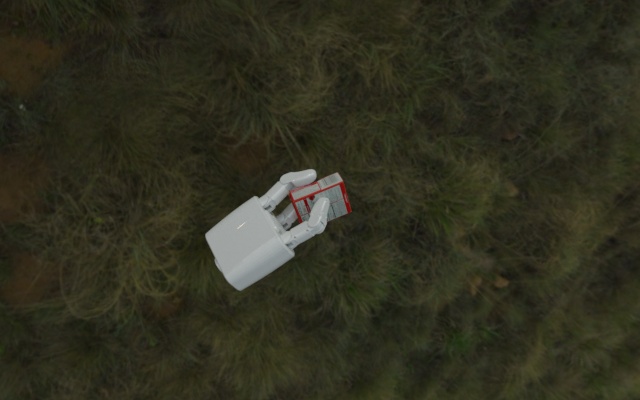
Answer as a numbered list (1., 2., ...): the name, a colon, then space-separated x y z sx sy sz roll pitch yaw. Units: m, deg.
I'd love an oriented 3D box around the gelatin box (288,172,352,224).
1. gelatin box: 0.001 0.003 0.782 0.089 0.073 0.030 -22 43 -3
